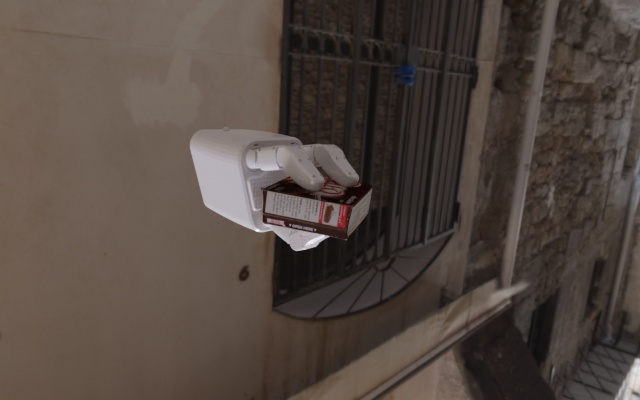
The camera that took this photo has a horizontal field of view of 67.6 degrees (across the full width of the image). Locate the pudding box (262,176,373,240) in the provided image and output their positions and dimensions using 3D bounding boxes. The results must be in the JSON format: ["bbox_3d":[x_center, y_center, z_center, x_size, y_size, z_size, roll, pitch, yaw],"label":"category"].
[{"bbox_3d":[0.000,0.002,0.496,0.090,0.039,0.113,10,16,13],"label":"pudding box"}]
